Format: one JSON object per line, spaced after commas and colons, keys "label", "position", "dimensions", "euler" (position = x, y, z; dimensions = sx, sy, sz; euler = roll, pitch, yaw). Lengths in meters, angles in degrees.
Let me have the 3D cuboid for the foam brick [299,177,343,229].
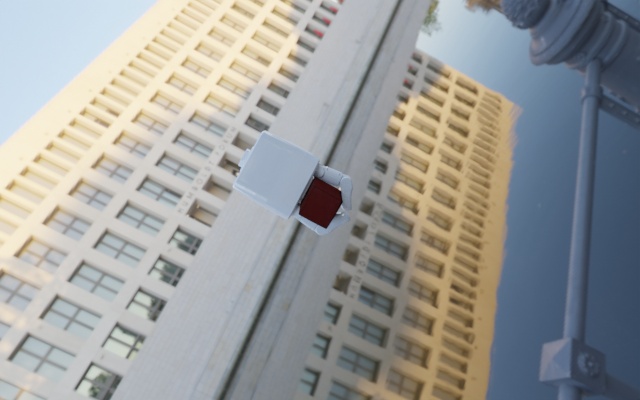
{"label": "foam brick", "position": [0.000, 0.003, 0.758], "dimensions": [0.051, 0.053, 0.078], "euler": [29, 12, -6]}
